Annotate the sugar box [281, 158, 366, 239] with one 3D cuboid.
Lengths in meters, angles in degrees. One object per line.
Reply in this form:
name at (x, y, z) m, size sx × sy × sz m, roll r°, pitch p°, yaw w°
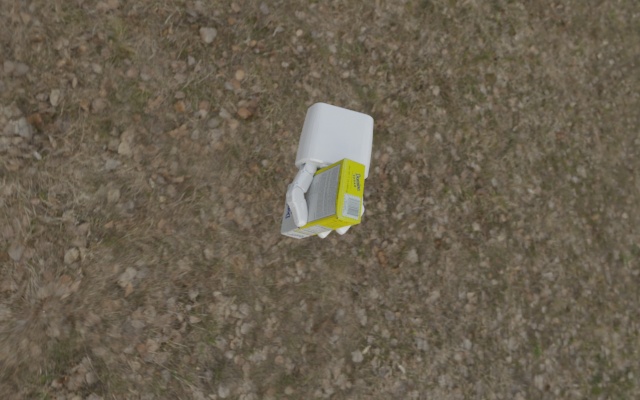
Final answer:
sugar box at (0.001, 0.002, 0.757) m, size 0.048 × 0.093 × 0.176 m, roll 16°, pitch -19°, yaw -26°
